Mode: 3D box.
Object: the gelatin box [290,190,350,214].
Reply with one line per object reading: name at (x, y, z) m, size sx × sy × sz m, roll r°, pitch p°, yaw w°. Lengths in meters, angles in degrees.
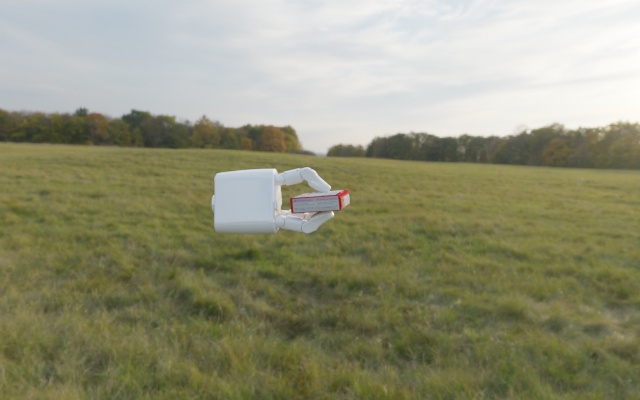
gelatin box at (0.000, 0.002, 0.826) m, size 0.089 × 0.030 × 0.073 m, roll -5°, pitch 5°, yaw 16°
